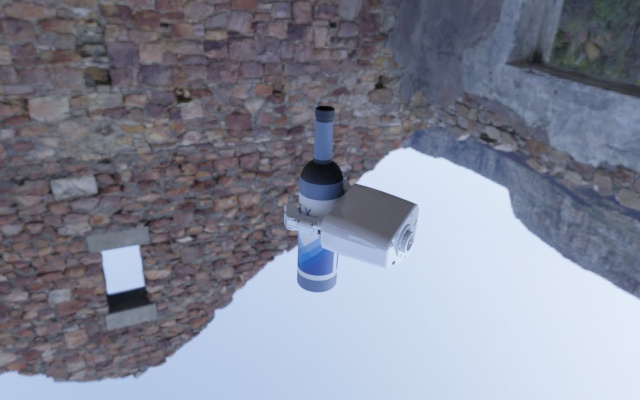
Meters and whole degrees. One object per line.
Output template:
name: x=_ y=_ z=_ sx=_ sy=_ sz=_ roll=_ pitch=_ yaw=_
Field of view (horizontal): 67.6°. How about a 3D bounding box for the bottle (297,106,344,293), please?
bottle: x=0.000 y=0.003 z=0.734 sx=0.069 sy=0.296 sz=0.069 roll=2 pitch=26 yaw=-1
